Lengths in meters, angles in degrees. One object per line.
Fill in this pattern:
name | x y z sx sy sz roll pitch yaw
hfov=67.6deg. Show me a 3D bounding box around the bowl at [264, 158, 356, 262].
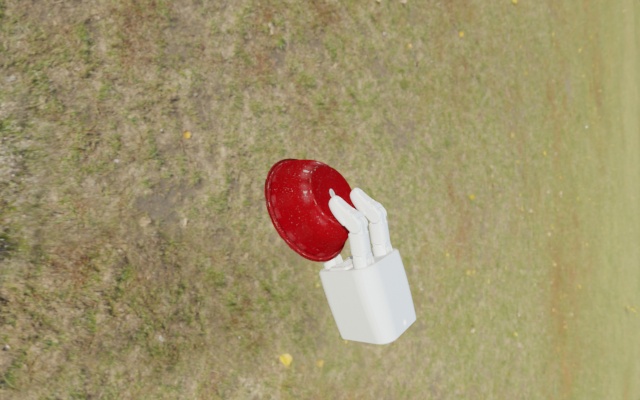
bowl | 0.000 0.001 0.673 0.055 0.162 0.162 -29 -19 37
